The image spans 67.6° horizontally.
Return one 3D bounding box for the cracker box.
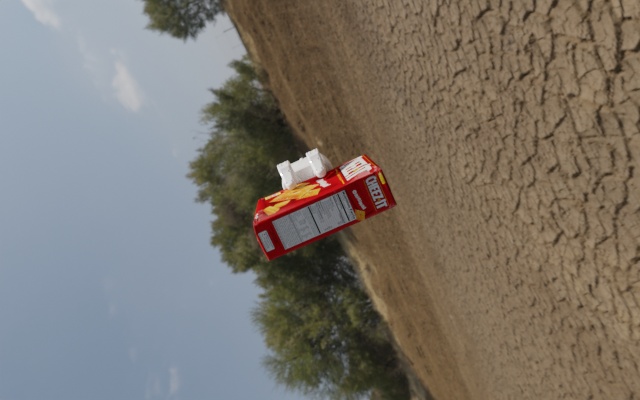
[{"bbox_3d":[0.000,0.003,0.786,0.214,0.072,0.164,-24,14,2],"label":"cracker box"}]
